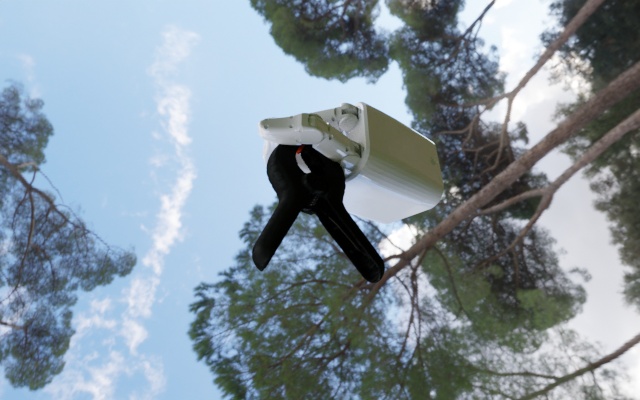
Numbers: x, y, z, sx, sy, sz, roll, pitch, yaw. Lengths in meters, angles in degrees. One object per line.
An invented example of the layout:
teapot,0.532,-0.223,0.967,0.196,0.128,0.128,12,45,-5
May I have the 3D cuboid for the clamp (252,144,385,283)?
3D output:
clamp,0.000,0.002,0.439,0.120,0.171,0.039,22,-43,-25
